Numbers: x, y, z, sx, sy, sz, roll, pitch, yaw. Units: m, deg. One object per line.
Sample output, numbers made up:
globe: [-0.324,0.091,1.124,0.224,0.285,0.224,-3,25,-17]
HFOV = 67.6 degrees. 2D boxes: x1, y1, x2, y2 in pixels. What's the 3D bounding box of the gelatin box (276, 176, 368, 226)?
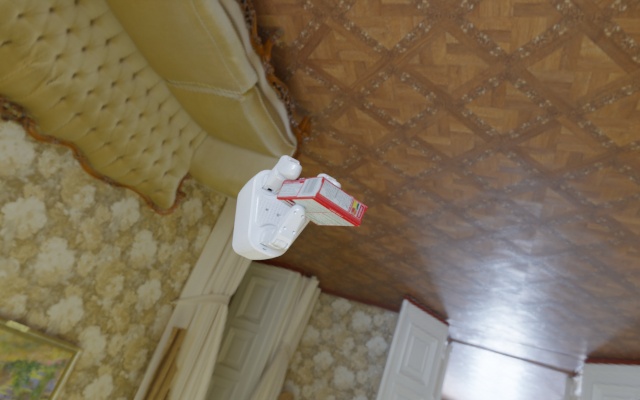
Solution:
gelatin box: [0.000,0.002,0.574,0.073,0.030,0.089,33,-19,-30]
